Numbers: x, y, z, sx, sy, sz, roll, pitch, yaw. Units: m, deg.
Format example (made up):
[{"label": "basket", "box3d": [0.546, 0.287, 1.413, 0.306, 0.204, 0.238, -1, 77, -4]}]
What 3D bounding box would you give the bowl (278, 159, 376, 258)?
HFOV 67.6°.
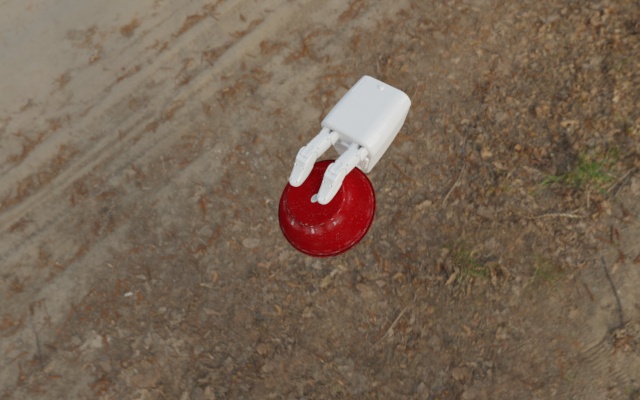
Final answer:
[{"label": "bowl", "box3d": [-0.001, 0.003, 0.724, 0.162, 0.162, 0.055, 0, -18, 20]}]
